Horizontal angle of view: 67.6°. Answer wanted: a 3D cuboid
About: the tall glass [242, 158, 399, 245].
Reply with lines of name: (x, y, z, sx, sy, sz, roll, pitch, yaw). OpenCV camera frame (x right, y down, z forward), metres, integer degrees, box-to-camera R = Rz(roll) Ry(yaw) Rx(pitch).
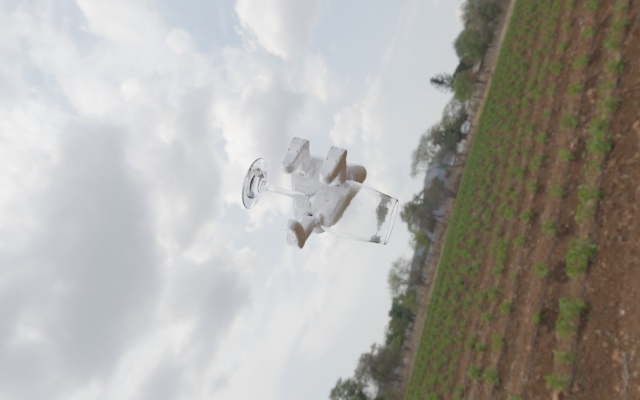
tall glass: (-0.001, 0.002, 0.645, 0.201, 0.079, 0.079, 16, 4, 15)
